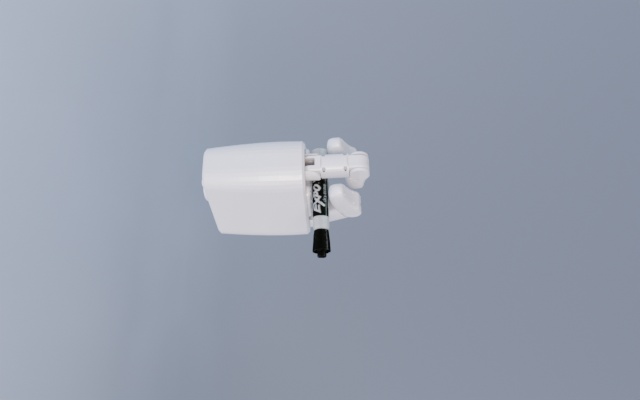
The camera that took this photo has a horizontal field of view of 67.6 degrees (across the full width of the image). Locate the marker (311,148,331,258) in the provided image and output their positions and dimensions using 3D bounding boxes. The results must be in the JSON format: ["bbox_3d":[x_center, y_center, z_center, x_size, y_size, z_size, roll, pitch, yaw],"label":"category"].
[{"bbox_3d":[0.000,0.002,0.505,0.020,0.121,0.020,-1,-23,0],"label":"marker"}]
